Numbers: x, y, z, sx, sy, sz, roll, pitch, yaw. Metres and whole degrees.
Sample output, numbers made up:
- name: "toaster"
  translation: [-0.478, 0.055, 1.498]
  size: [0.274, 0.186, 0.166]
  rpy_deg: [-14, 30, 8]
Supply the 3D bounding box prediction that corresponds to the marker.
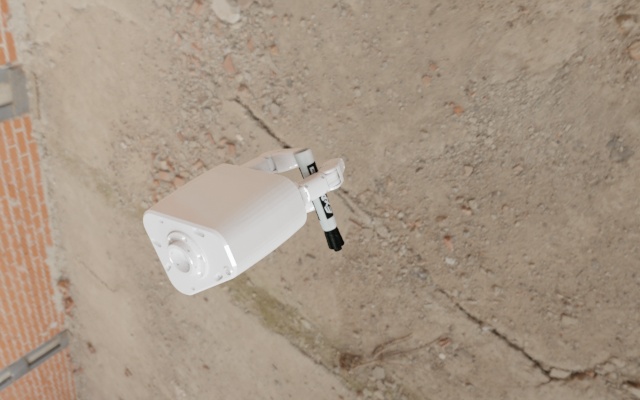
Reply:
- name: "marker"
  translation: [0.000, 0.002, 0.519]
  size: [0.020, 0.121, 0.020]
  rpy_deg: [-18, 18, 6]
